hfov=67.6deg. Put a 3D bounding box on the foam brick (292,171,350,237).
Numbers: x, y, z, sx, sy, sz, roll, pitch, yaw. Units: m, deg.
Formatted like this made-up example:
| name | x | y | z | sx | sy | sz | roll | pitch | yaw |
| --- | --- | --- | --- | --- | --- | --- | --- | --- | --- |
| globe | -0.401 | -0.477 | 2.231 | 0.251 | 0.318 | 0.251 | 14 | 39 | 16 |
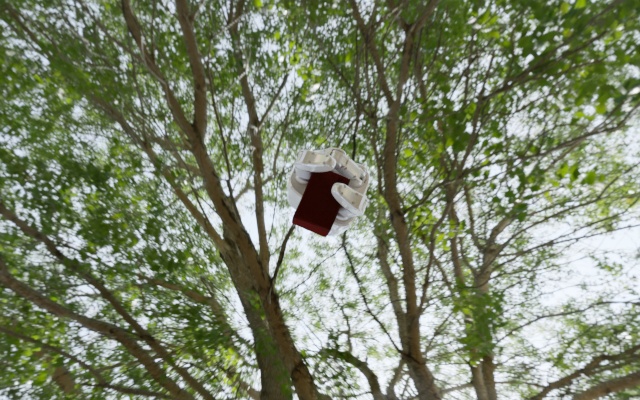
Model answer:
| name | x | y | z | sx | sy | sz | roll | pitch | yaw |
| --- | --- | --- | --- | --- | --- | --- | --- | --- | --- |
| foam brick | 0.000 | 0.002 | 0.638 | 0.053 | 0.078 | 0.051 | 23 | -17 | -1 |
